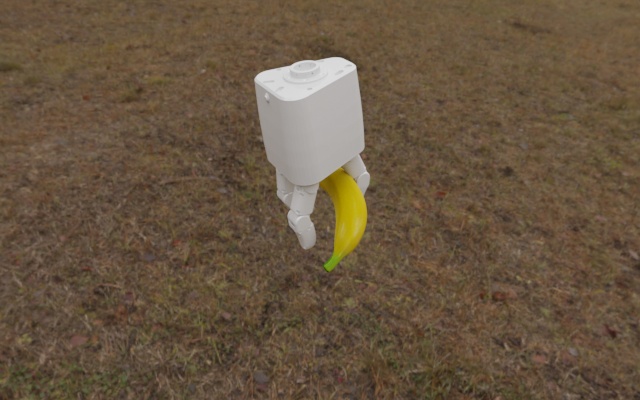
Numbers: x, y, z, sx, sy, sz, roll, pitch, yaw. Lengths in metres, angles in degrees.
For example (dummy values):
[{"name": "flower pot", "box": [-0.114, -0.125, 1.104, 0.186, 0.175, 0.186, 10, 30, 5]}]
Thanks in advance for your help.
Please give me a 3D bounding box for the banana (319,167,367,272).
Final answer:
[{"name": "banana", "box": [0.018, -0.002, 0.597, 0.069, 0.037, 0.197, -18, 41, 5]}]
